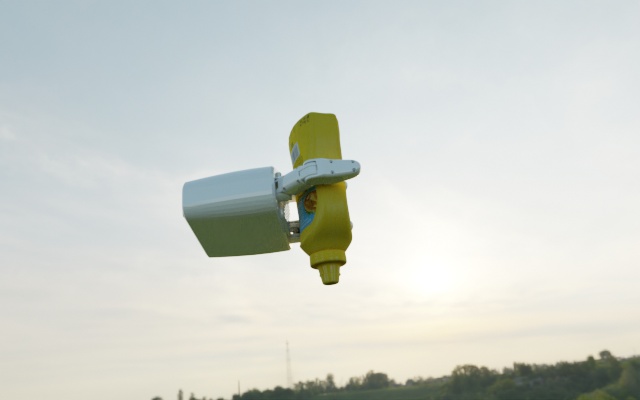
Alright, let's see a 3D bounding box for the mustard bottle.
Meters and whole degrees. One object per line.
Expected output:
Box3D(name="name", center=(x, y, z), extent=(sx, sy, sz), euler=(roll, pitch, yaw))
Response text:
Box3D(name="mustard bottle", center=(0.000, 0.002, 0.549), extent=(0.058, 0.191, 0.096), euler=(1, -23, -19))
